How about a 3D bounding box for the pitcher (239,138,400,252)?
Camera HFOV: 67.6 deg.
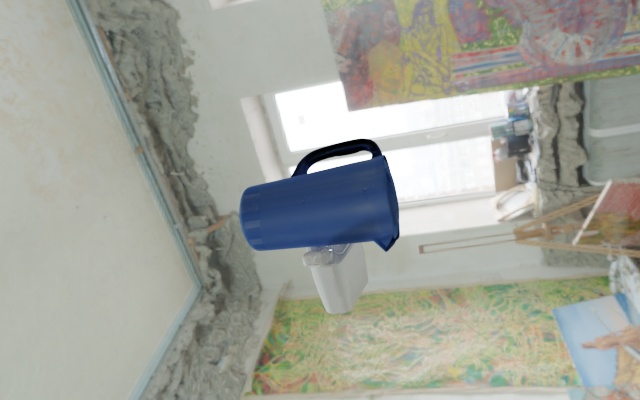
[{"bbox_3d":[0.000,0.003,0.763,0.243,0.145,0.149,-9,26,14],"label":"pitcher"}]
